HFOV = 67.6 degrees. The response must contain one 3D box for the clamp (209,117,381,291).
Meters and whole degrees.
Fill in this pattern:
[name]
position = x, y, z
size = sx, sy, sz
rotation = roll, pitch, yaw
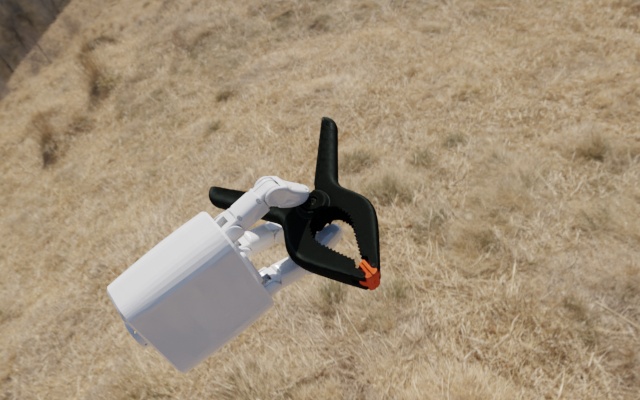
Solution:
[clamp]
position = 0.000, 0.002, 0.485
size = 0.210, 0.164, 0.036
rotation = 41, -16, 35
